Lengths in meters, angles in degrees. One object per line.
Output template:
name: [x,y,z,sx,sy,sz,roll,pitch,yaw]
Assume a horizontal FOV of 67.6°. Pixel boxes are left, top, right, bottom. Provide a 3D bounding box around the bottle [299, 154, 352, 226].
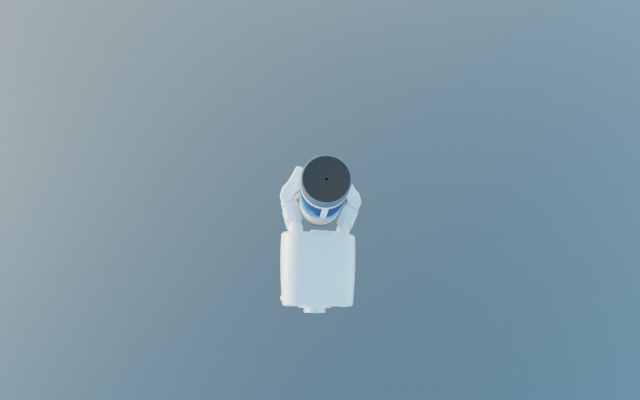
bottle: [0.000,0.002,0.755,0.069,0.069,0.296,0,-12,-3]
